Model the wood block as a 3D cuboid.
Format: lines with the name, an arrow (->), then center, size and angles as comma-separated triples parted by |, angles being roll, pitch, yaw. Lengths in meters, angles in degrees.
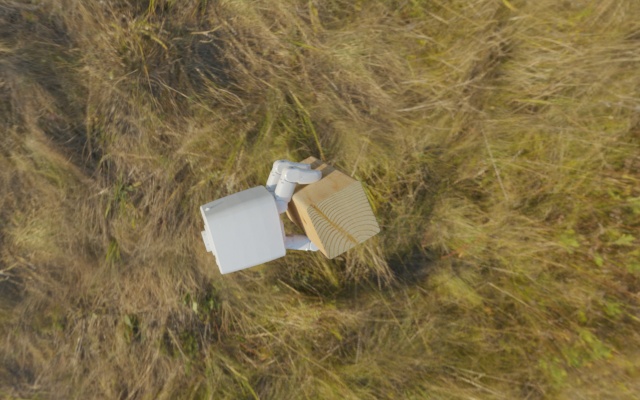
wood block -> 0.000, 0.003, 0.767 | 0.090, 0.091, 0.206 | -28, 23, -11
